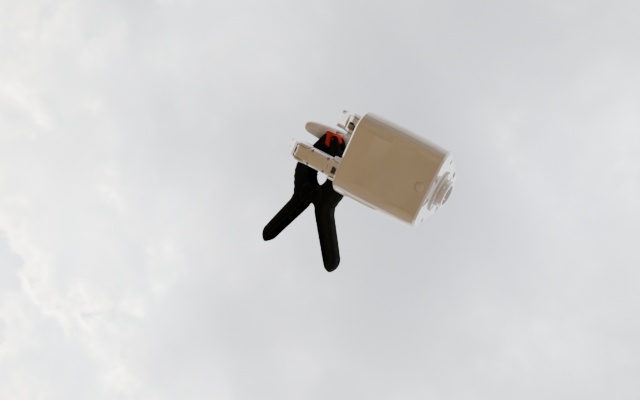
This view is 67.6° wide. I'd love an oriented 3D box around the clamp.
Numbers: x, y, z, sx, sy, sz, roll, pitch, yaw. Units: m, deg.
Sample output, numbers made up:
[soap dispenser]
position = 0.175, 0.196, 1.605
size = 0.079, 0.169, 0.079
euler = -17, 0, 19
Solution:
[clamp]
position = 0.000, 0.002, 0.604
size = 0.120, 0.171, 0.039
euler = 30, 14, 23
